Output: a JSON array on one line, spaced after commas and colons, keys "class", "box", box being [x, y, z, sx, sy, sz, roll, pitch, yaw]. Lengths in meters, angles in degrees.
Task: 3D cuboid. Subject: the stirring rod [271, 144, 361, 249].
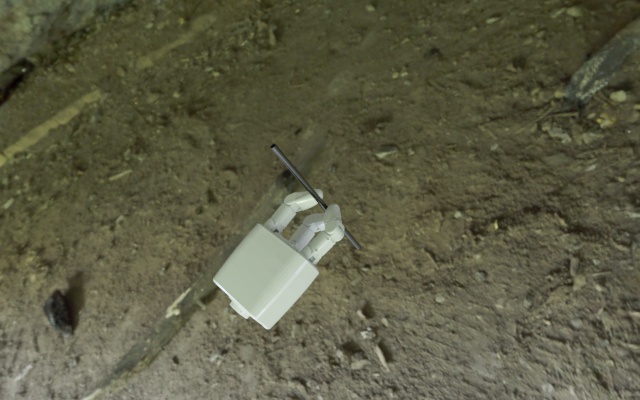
[{"class": "stirring rod", "box": [0.000, 0.002, 0.688, 0.011, 0.011, 0.240, 0, -37, 39]}]
